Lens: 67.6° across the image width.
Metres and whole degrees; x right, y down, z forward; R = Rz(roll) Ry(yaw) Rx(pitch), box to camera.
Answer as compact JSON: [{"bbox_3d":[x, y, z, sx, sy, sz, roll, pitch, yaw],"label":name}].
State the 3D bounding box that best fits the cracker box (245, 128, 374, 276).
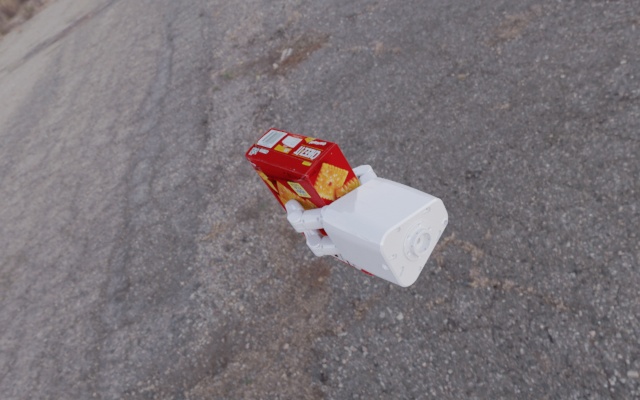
[{"bbox_3d":[0.000,0.002,0.710,0.072,0.214,0.164,-46,37,-18],"label":"cracker box"}]
